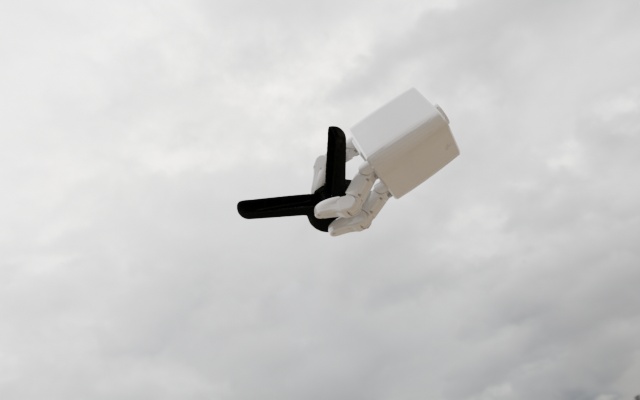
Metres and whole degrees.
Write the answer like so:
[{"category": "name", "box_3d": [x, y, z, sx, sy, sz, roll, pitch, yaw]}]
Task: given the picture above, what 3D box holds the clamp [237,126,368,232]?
[{"category": "clamp", "box_3d": [0.000, 0.002, 0.641, 0.164, 0.036, 0.210, -33, -36, 11]}]
